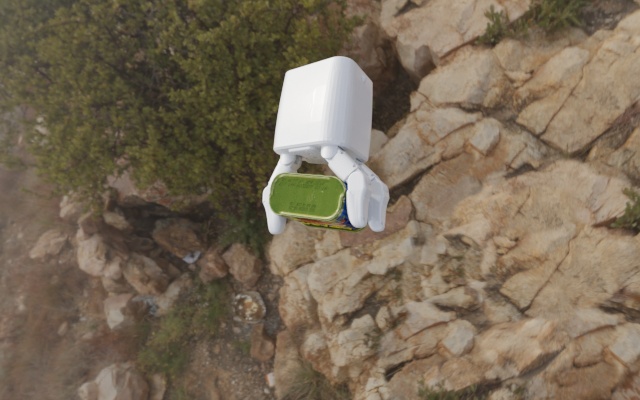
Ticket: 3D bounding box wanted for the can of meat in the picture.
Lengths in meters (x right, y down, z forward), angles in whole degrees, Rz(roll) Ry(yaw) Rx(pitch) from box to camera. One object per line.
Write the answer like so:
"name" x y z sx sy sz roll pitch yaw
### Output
"can of meat" 0.000 0.002 0.573 0.102 0.057 0.084 5 -8 27
